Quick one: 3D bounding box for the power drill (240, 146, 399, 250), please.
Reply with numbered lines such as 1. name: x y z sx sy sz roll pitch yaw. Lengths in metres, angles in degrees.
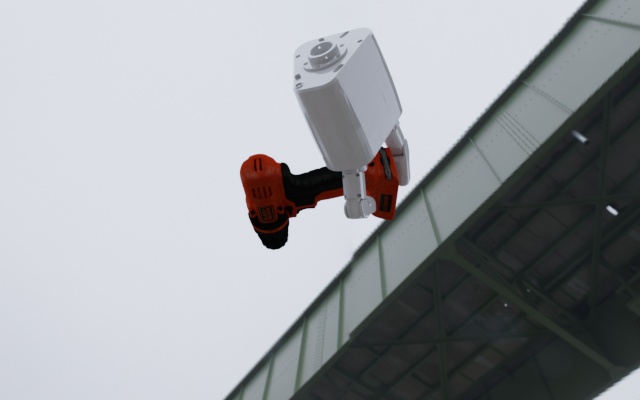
1. power drill: 0.001 0.002 0.607 0.187 0.057 0.185 -9 -31 -3
